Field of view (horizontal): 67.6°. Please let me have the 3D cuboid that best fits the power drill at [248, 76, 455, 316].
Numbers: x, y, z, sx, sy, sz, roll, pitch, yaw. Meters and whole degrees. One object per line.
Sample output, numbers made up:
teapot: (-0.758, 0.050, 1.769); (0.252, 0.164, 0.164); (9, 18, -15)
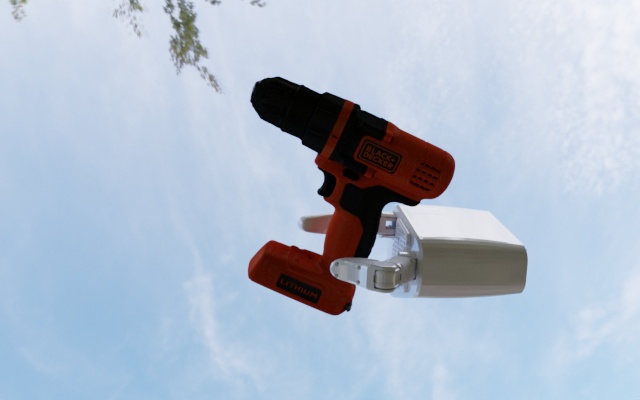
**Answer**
power drill: (0.000, 0.002, 0.432); (0.184, 0.188, 0.057); (25, 24, -2)
